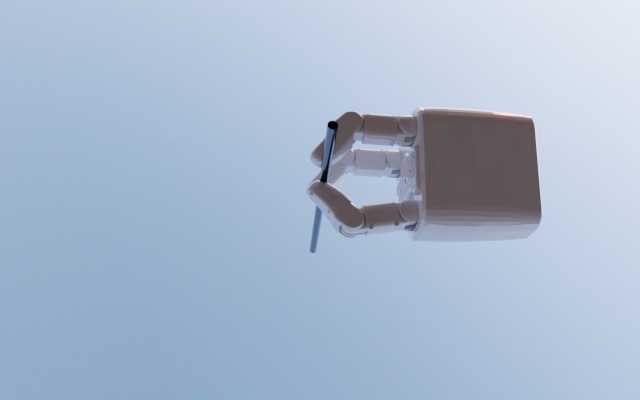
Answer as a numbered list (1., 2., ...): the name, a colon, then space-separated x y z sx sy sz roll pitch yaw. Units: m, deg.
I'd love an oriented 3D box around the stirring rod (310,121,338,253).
1. stirring rod: 0.000 0.001 0.454 0.011 0.011 0.240 0 -28 -5
